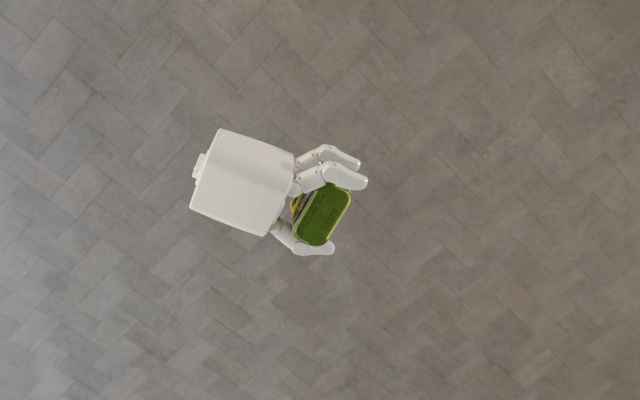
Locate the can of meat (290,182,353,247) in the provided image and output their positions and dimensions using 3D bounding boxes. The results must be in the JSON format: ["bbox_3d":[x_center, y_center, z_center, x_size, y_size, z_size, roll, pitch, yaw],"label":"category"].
[{"bbox_3d":[0.000,0.002,0.652,0.057,0.102,0.084,25,21,-14],"label":"can of meat"}]
